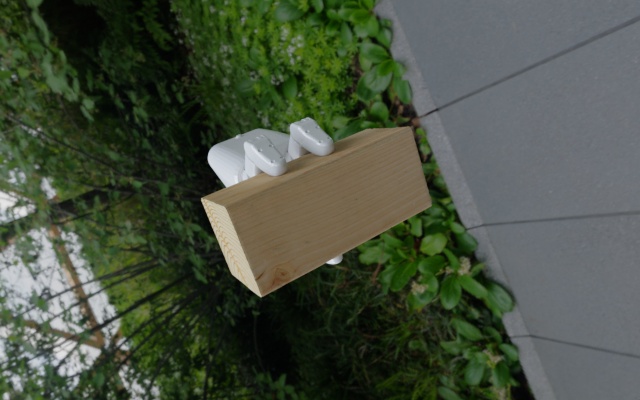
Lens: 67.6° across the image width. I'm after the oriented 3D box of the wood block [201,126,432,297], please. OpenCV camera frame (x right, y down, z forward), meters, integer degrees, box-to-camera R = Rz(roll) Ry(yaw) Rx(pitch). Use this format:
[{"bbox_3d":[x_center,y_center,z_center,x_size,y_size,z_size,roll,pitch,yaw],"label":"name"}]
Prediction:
[{"bbox_3d":[0.000,0.002,0.488,0.206,0.091,0.090,-25,17,-23],"label":"wood block"}]
